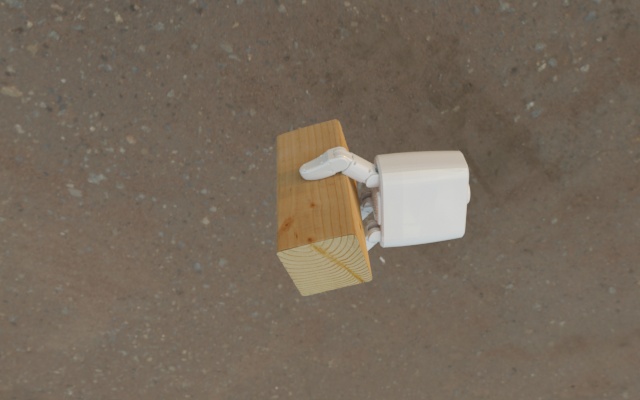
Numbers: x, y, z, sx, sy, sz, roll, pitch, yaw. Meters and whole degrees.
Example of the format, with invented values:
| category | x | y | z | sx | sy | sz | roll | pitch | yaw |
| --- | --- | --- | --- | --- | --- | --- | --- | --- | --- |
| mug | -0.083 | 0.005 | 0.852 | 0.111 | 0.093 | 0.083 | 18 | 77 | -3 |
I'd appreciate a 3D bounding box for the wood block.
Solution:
| category | x | y | z | sx | sy | sz | roll | pitch | yaw |
| --- | --- | --- | --- | --- | --- | --- | --- | --- | --- |
| wood block | 0.000 | 0.002 | 0.604 | 0.090 | 0.206 | 0.091 | -14 | -46 | 9 |
